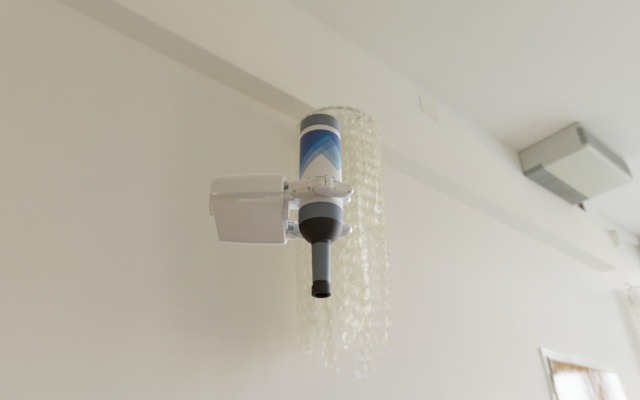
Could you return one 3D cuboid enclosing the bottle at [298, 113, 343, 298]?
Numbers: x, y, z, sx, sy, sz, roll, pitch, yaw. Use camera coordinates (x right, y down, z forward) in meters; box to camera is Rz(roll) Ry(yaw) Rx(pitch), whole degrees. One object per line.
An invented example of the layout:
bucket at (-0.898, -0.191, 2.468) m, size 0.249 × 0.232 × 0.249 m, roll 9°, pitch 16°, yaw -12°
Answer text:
bottle at (0.000, 0.002, 0.722) m, size 0.069 × 0.295 × 0.069 m, roll 0°, pitch -31°, yaw 0°
